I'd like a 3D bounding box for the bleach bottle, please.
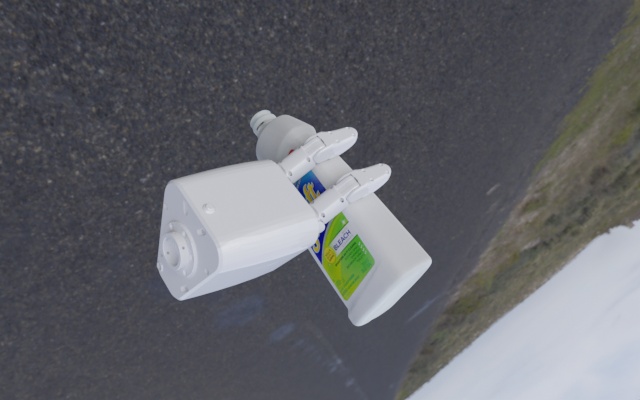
[{"bbox_3d":[0.000,0.002,0.509,0.068,0.250,0.103,-16,-32,-44],"label":"bleach bottle"}]
